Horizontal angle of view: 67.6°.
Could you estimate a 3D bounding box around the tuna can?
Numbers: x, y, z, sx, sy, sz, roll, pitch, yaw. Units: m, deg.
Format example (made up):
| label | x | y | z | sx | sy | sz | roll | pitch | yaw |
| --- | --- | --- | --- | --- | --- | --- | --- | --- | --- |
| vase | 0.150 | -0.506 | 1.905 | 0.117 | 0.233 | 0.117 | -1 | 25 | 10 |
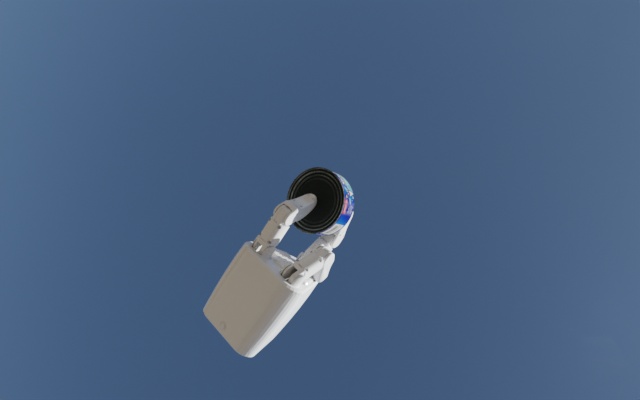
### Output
| label | x | y | z | sx | sy | sz | roll | pitch | yaw |
| --- | --- | --- | --- | --- | --- | --- | --- | --- | --- |
| tuna can | 0.000 | 0.002 | 0.618 | 0.086 | 0.086 | 0.034 | 0 | -9 | 31 |
